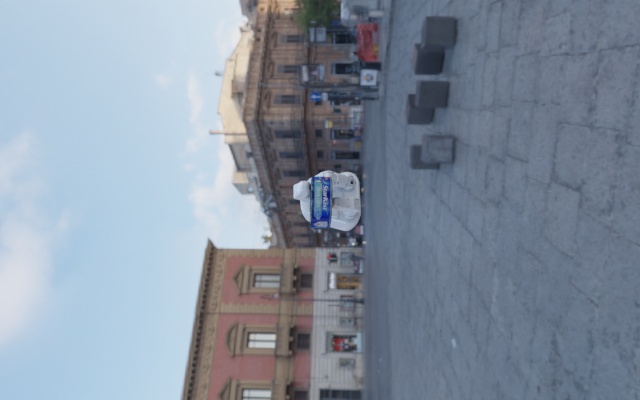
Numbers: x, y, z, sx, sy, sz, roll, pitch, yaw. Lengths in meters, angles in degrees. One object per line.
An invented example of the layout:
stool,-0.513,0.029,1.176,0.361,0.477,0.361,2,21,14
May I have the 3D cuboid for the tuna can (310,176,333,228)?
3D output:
tuna can,0.000,0.003,0.789,0.034,0.086,0.086,1,0,-3
